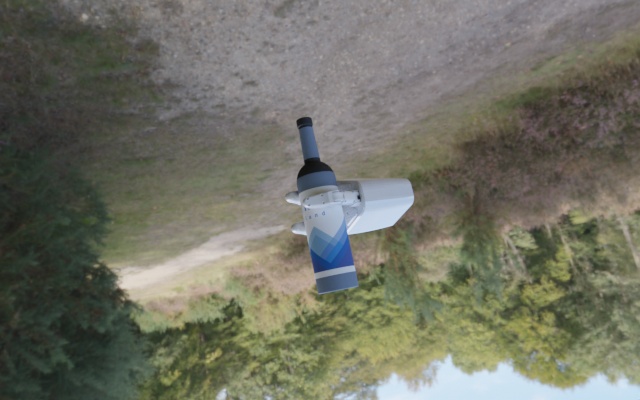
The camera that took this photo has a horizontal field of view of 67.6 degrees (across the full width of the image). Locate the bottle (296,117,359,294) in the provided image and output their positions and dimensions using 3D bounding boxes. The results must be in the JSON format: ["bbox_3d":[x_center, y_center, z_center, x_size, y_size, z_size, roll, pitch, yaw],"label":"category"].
[{"bbox_3d":[0.000,0.003,0.794,0.069,0.295,0.069,-11,-11,-2],"label":"bottle"}]
